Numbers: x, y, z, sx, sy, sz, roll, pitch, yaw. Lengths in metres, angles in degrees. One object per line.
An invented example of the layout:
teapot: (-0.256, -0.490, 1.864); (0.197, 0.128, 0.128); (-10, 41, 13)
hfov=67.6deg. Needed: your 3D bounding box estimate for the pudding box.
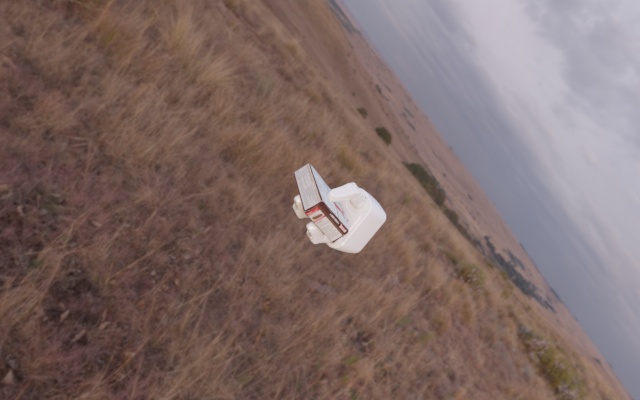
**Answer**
pudding box: (0.000, 0.003, 0.798); (0.039, 0.090, 0.113); (-34, 37, 10)
